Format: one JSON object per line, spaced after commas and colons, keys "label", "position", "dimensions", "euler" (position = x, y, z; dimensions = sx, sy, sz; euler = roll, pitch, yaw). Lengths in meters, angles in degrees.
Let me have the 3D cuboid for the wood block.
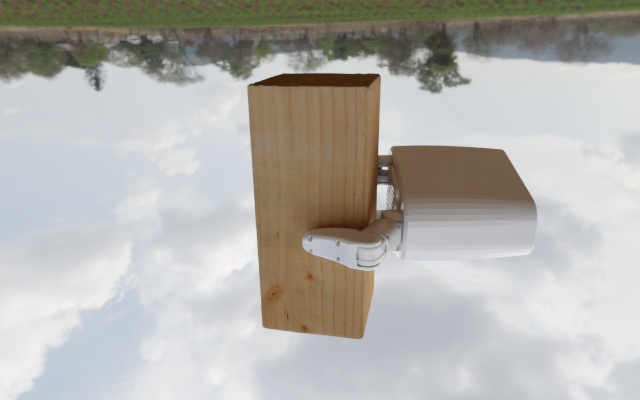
{"label": "wood block", "position": [0.000, 0.002, 0.406], "dimensions": [0.090, 0.206, 0.090], "euler": [4, 20, 12]}
